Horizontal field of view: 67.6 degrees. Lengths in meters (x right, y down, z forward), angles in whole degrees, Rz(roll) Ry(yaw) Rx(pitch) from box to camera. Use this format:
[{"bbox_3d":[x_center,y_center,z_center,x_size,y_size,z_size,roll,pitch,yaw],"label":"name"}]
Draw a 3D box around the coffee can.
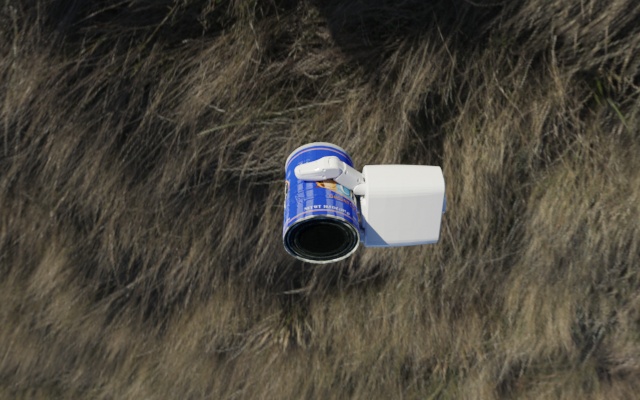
[{"bbox_3d":[0.000,0.002,0.672,0.103,0.140,0.103,-1,-42,-1],"label":"coffee can"}]
